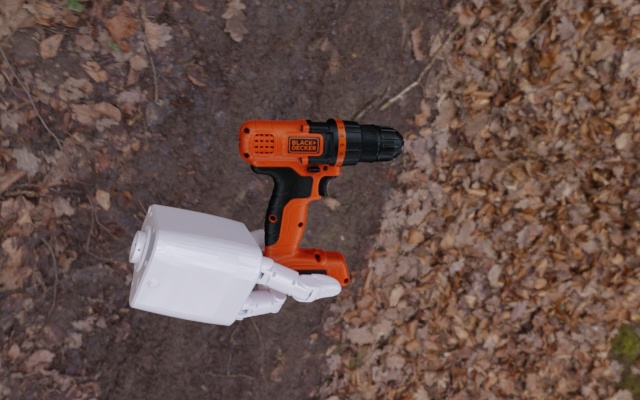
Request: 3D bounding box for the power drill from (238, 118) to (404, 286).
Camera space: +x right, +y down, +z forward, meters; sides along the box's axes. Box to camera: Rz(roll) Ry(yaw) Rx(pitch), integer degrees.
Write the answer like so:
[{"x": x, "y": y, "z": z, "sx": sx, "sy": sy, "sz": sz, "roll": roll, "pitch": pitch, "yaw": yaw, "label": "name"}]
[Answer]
[{"x": 0.000, "y": 0.002, "z": 0.540, "sx": 0.184, "sy": 0.188, "sz": 0.057, "roll": 0, "pitch": 12, "yaw": -11, "label": "power drill"}]
